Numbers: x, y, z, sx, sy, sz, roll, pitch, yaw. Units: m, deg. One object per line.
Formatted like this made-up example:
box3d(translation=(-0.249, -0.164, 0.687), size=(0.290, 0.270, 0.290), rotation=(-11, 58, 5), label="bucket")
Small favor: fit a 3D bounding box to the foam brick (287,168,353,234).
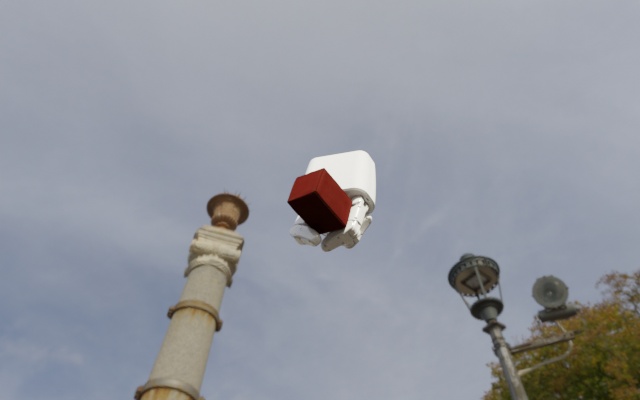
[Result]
box3d(translation=(0.000, 0.002, 0.676), size=(0.053, 0.051, 0.078), rotation=(-17, -51, 33), label="foam brick")
